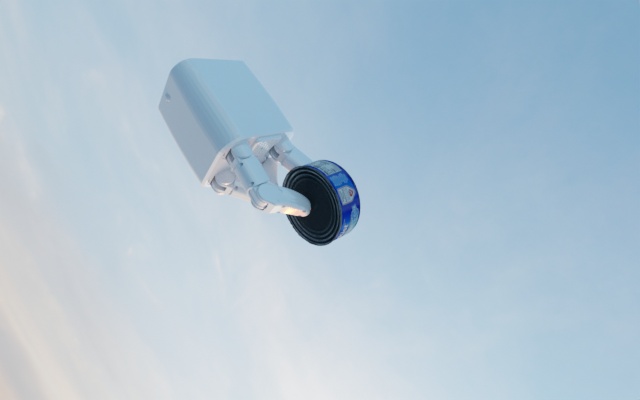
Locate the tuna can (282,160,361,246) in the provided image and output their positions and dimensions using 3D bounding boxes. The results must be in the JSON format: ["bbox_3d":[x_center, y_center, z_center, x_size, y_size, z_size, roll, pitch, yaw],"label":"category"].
[{"bbox_3d":[0.001,0.002,0.497,0.033,0.086,0.086,-23,15,-41],"label":"tuna can"}]
